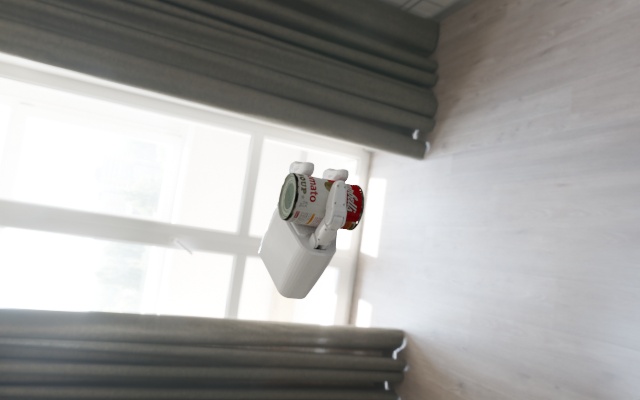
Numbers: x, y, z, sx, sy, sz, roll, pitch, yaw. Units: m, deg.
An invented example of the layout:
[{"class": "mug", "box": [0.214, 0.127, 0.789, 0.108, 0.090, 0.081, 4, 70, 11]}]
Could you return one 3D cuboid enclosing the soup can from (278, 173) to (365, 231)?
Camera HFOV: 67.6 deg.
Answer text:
[{"class": "soup can", "box": [0.000, 0.002, 0.661, 0.102, 0.068, 0.068, 10, -4, -23]}]
